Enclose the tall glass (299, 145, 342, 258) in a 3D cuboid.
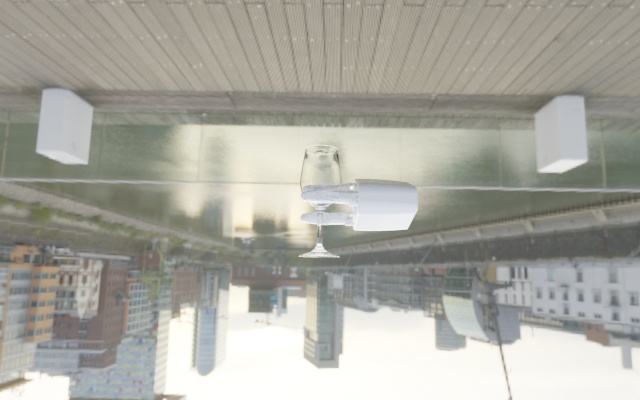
[{"bbox_3d":[0.000,0.004,0.876,0.079,0.201,0.079,1,-8,0],"label":"tall glass"}]
